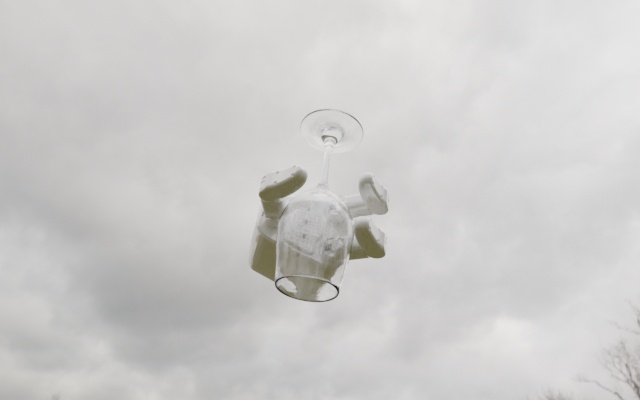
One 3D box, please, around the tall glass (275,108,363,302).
[{"bbox_3d":[0.000,0.001,0.503,0.079,0.201,0.079,6,-33,4],"label":"tall glass"}]
